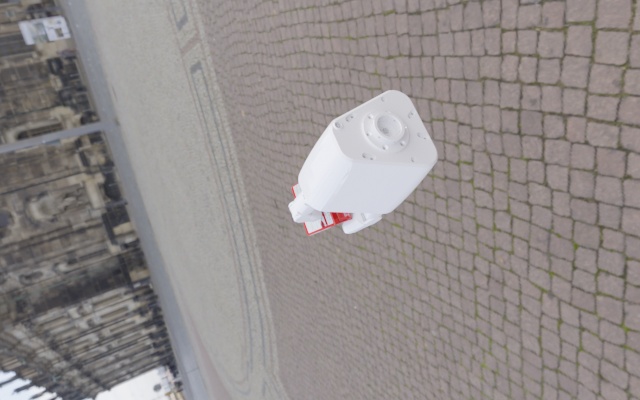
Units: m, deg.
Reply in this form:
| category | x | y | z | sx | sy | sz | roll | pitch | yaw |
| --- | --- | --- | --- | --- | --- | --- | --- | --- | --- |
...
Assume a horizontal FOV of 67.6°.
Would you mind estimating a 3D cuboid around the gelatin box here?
| category | x | y | z | sx | sy | sz | roll | pitch | yaw |
| --- | --- | --- | --- | --- | --- | --- | --- | --- | --- |
| gelatin box | 0.000 | 0.002 | 0.634 | 0.030 | 0.073 | 0.089 | -17 | -5 | -28 |
